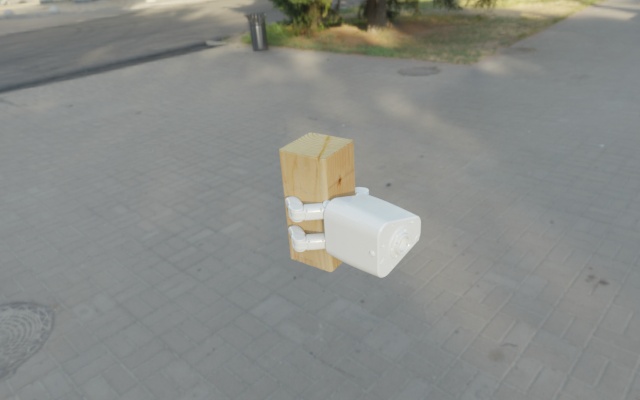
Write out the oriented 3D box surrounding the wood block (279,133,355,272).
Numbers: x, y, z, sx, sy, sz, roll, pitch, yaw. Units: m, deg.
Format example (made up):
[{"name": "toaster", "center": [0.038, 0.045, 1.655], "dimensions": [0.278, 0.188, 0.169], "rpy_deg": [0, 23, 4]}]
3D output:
[{"name": "wood block", "center": [0.001, 0.002, 0.804], "dimensions": [0.090, 0.206, 0.090], "rpy_deg": [14, 33, 31]}]
